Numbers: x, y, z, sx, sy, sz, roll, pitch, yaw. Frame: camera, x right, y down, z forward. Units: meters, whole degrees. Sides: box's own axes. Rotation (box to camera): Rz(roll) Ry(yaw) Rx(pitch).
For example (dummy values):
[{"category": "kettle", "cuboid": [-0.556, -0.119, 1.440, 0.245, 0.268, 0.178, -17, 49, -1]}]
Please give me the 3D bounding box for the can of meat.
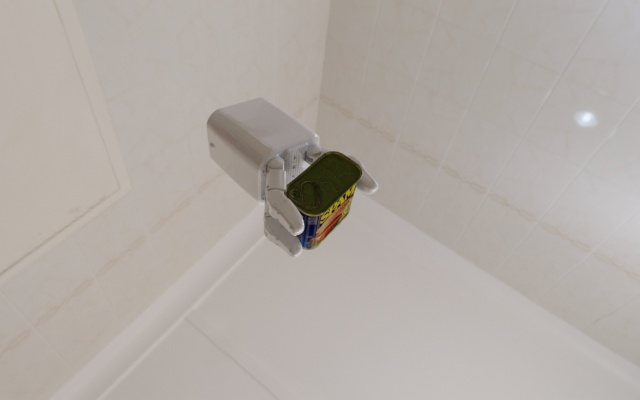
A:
[{"category": "can of meat", "cuboid": [0.000, 0.002, 0.596, 0.057, 0.084, 0.102, 36, 57, 18]}]
